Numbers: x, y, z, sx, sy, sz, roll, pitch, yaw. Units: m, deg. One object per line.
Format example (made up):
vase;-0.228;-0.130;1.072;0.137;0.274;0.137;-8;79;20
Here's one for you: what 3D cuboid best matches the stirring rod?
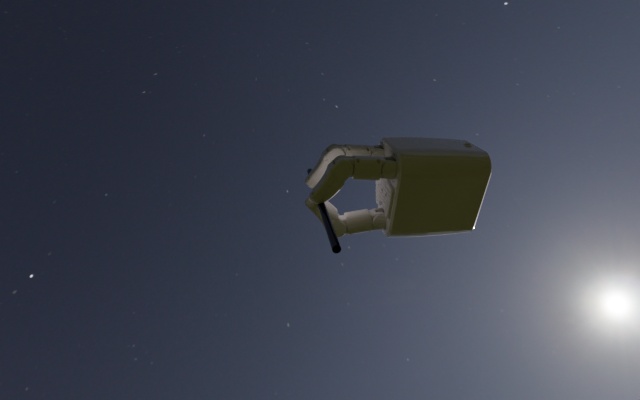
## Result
stirring rod;0.000;0.002;0.526;0.011;0.011;0.239;0;20;-7
